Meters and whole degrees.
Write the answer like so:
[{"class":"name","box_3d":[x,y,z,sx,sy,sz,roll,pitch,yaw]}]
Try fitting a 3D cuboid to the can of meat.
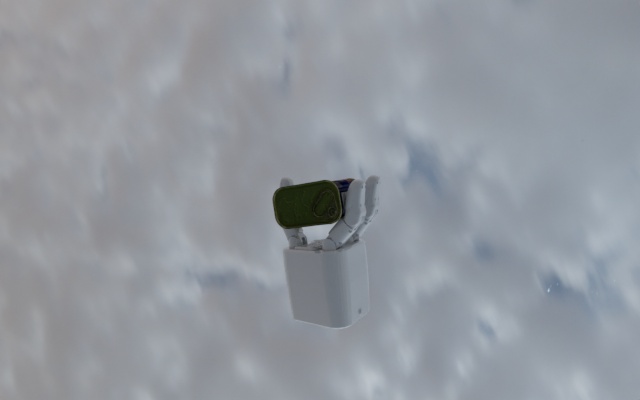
[{"class":"can of meat","box_3d":[0.000,0.002,0.658,0.102,0.057,0.084,-9,1,29]}]
